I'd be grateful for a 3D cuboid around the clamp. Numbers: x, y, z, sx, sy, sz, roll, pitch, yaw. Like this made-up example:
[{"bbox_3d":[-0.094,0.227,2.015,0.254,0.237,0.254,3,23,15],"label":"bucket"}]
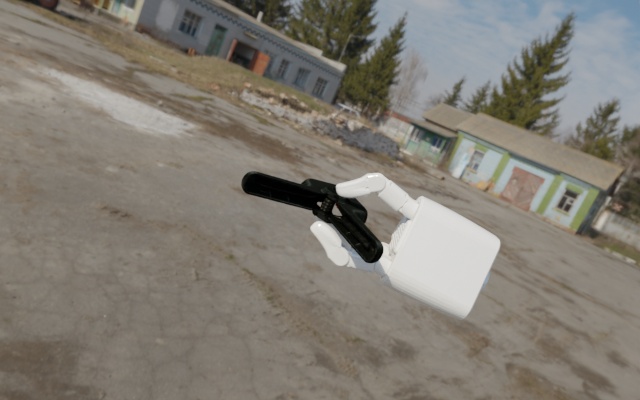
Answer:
[{"bbox_3d":[0.001,0.001,0.574,0.164,0.036,0.210,29,12,1],"label":"clamp"}]
